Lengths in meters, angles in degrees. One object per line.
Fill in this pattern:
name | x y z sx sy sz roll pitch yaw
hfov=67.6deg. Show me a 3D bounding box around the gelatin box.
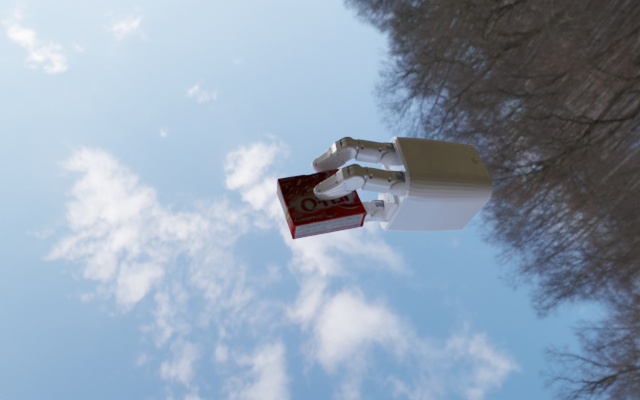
gelatin box | 0.000 0.002 0.557 0.089 0.073 0.030 -10 -38 -15
